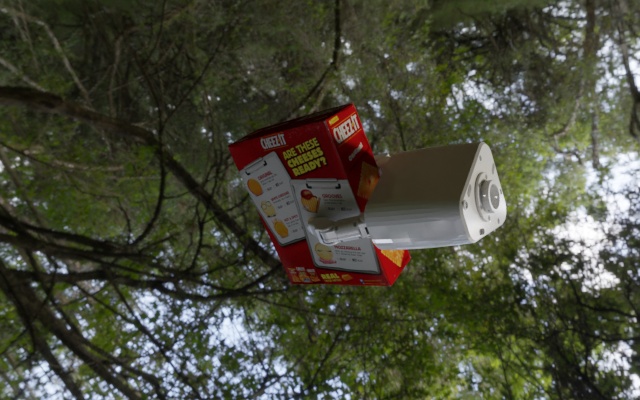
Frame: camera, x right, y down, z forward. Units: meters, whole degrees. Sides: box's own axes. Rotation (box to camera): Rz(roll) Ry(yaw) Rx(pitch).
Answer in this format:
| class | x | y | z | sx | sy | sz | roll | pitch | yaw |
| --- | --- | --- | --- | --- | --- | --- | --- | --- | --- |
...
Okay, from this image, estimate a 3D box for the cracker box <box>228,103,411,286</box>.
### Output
| class | x | y | z | sx | sy | sz | roll | pitch | yaw |
| --- | --- | --- | --- | --- | --- | --- | --- | --- | --- |
| cracker box | 0.000 | 0.002 | 0.601 | 0.164 | 0.214 | 0.072 | -7 | 23 | 40 |
